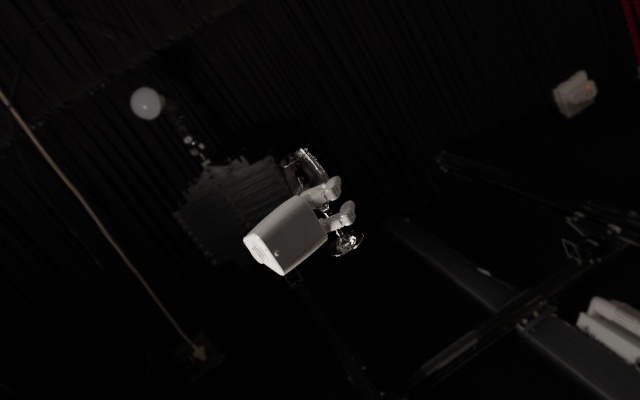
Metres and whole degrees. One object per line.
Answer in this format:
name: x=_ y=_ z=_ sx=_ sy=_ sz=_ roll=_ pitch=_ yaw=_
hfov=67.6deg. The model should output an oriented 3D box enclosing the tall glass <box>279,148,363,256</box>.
tall glass: x=0.001 y=0.003 z=0.878 sx=0.079 sy=0.201 sz=0.079 roll=-27 pitch=21 yaw=11
